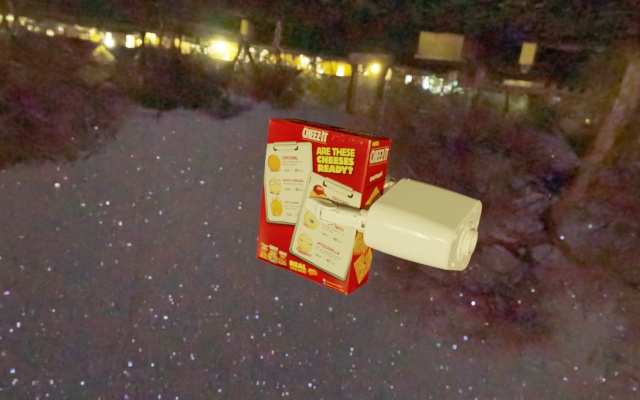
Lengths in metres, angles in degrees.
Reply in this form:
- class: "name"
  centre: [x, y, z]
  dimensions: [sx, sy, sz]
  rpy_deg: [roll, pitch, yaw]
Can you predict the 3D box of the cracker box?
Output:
- class: "cracker box"
  centre: [0.000, 0.002, 0.677]
  dimensions: [0.164, 0.214, 0.072]
  rpy_deg: [17, 18, 30]
